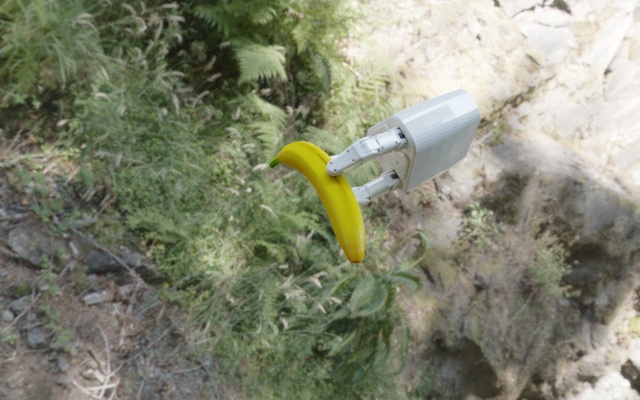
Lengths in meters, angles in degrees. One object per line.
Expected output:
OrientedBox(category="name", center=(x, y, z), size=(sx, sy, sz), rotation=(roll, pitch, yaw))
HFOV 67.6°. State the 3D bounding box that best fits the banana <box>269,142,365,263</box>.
OrientedBox(category="banana", center=(0.003, -0.014, 0.571), size=(0.037, 0.070, 0.197), rotation=(-11, 46, -35))
